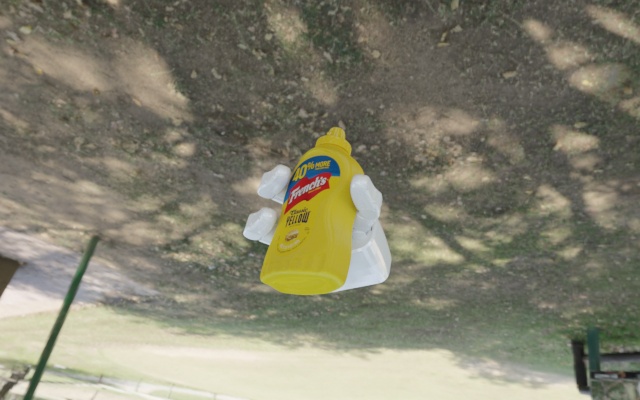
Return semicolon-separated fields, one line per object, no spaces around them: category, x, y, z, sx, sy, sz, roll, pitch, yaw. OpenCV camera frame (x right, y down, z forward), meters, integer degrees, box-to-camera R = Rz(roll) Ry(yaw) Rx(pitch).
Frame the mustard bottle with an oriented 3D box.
mustard bottle;0.000;0.002;0.510;0.096;0.191;0.058;-15;-40;42
